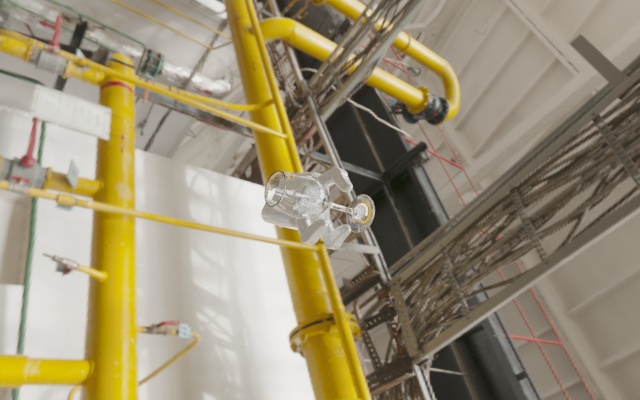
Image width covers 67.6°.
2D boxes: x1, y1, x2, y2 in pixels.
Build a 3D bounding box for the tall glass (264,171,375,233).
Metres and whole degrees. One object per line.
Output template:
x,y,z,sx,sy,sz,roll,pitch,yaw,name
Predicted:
0.001,0.003,0.845,0.201,0.079,0.079,17,-10,-38,tall glass
